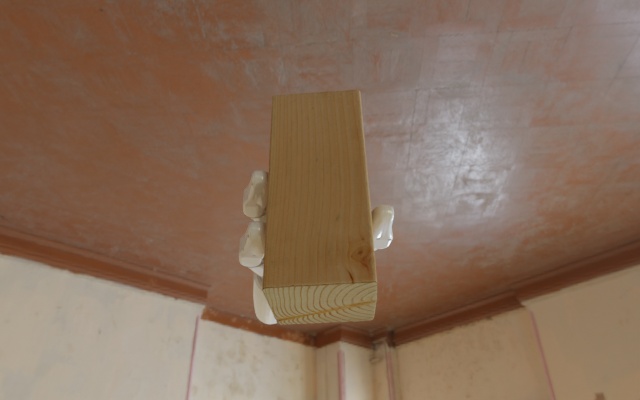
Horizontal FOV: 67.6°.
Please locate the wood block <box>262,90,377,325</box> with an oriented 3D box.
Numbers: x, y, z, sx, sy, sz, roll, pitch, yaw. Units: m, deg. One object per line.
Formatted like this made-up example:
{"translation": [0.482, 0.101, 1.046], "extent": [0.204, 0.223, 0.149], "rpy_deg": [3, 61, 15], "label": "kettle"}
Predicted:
{"translation": [0.000, 0.002, 0.454], "extent": [0.091, 0.206, 0.090], "rpy_deg": [-3, -33, 2], "label": "wood block"}
